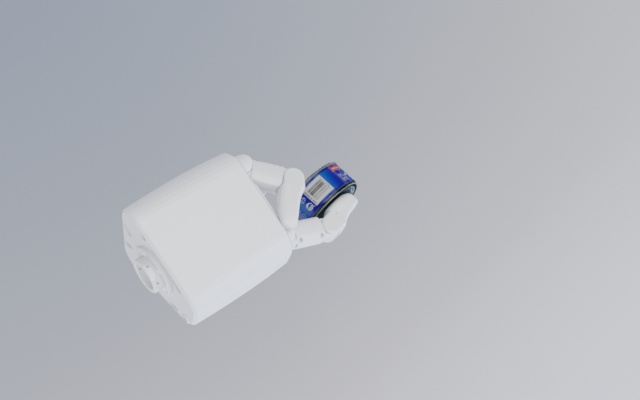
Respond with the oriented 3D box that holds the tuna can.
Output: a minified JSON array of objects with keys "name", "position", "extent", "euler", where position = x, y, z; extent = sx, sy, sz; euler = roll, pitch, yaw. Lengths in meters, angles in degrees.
[{"name":"tuna can","position":[0.001,0.002,0.519],"extent":[0.033,0.086,0.086],"euler":[43,13,14]}]
